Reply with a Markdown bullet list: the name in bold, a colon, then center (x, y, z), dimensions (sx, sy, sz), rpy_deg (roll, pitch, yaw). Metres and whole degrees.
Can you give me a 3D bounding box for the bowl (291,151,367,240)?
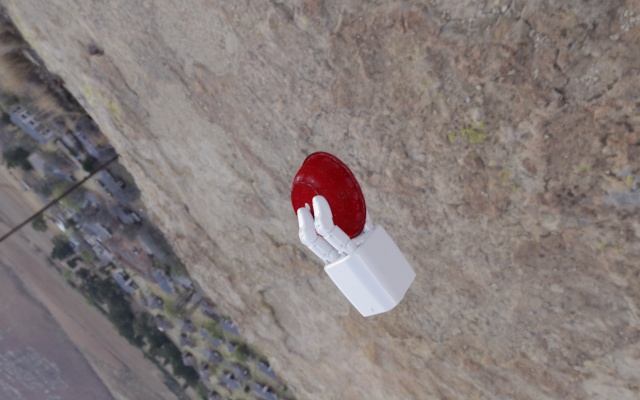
- **bowl**: center (-0.001, 0.002, 0.796), dimensions (0.055, 0.162, 0.162), rpy_deg (-26, 16, -34)
